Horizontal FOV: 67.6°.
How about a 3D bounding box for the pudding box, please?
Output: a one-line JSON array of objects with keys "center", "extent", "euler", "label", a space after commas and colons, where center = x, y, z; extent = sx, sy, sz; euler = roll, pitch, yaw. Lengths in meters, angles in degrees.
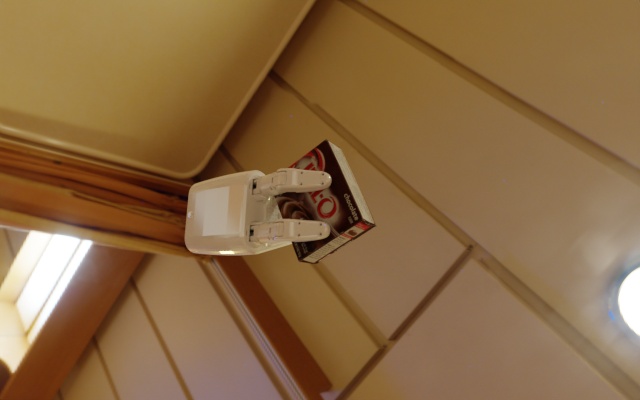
[{"center": [0.000, 0.002, 0.539], "extent": [0.090, 0.113, 0.039], "euler": [-36, -28, 23], "label": "pudding box"}]
